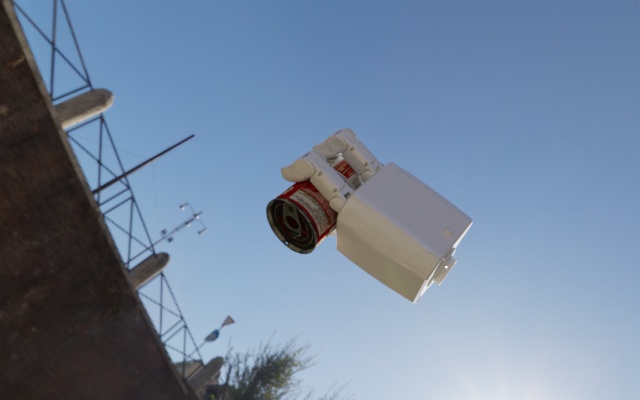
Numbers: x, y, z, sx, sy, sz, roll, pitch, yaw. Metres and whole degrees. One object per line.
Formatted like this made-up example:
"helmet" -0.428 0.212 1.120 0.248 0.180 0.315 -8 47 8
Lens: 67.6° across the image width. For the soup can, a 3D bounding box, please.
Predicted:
"soup can" 0.000 0.001 0.521 0.068 0.068 0.102 0 31 46
